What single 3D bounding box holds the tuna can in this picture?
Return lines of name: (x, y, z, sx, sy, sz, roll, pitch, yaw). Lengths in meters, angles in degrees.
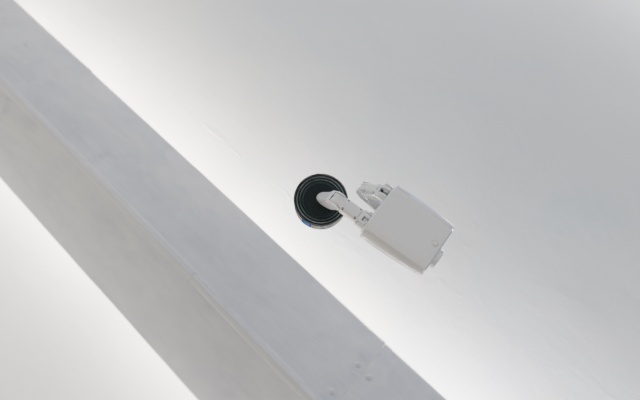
tuna can: (0.000, 0.003, 0.762, 0.086, 0.086, 0.034, 0, -16, -2)
